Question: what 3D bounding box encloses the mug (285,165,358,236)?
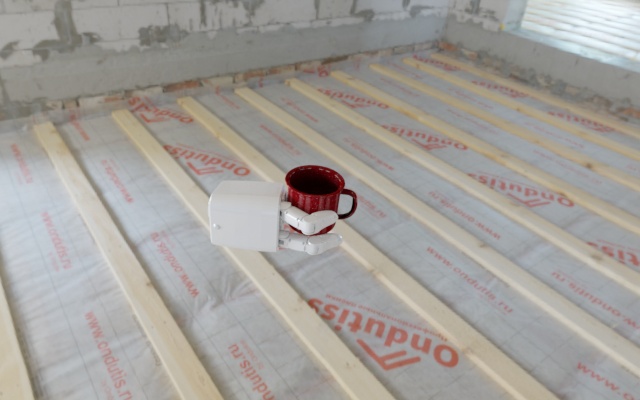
[{"bbox_3d":[0.002,0.003,0.758,0.117,0.082,0.093,5,34,-3],"label":"mug"}]
